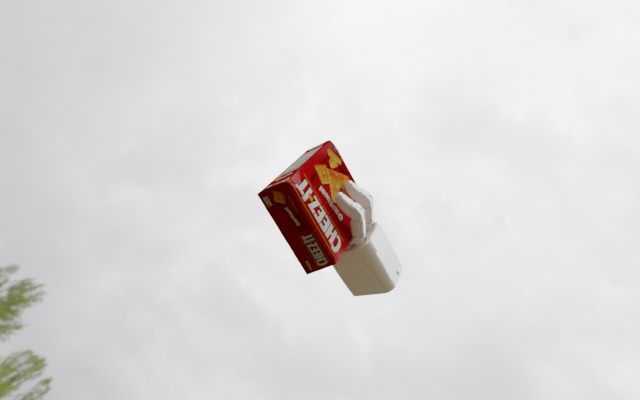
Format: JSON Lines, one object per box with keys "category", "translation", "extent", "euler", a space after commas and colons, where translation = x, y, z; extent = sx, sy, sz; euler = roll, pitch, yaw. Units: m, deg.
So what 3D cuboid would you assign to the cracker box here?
{"category": "cracker box", "translation": [0.000, 0.003, 0.857], "extent": [0.072, 0.164, 0.213], "euler": [-24, 14, 30]}
